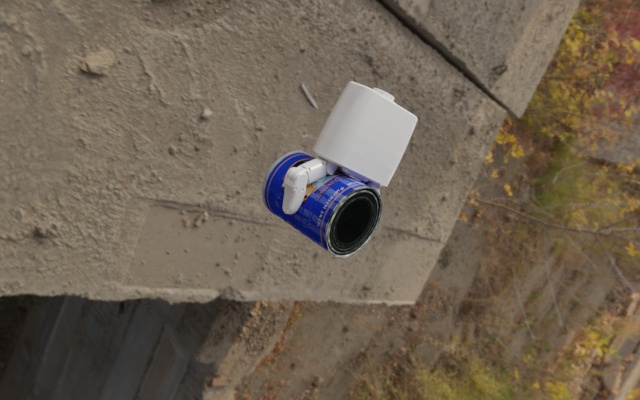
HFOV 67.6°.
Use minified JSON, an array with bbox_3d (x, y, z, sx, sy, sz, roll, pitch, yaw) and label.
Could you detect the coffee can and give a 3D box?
[{"bbox_3d":[0.000,0.002,0.663,0.103,0.103,0.140,0,23,-45],"label":"coffee can"}]
